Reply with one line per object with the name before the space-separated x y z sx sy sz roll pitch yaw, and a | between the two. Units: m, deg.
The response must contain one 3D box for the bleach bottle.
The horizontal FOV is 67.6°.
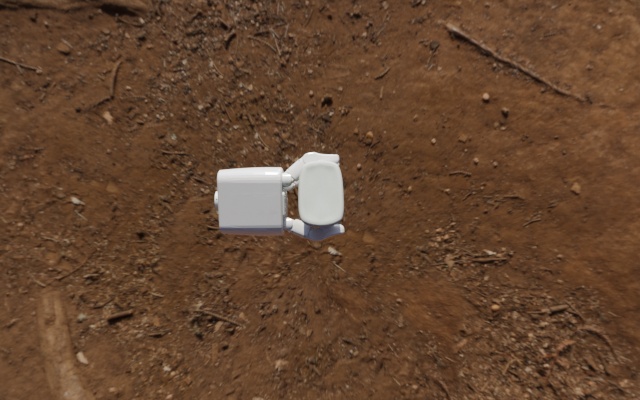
bleach bottle | 0.000 0.003 0.824 0.068 0.102 0.251 -1 -7 0
